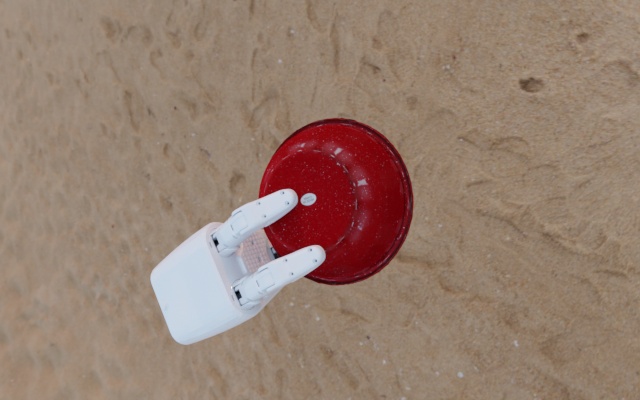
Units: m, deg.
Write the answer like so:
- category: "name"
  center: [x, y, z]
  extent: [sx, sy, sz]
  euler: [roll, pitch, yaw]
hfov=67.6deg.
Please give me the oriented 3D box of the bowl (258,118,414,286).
- category: "bowl"
  center: [0.001, 0.001, 0.438]
  extent: [0.162, 0.162, 0.055]
  euler: [0, 0, 25]
